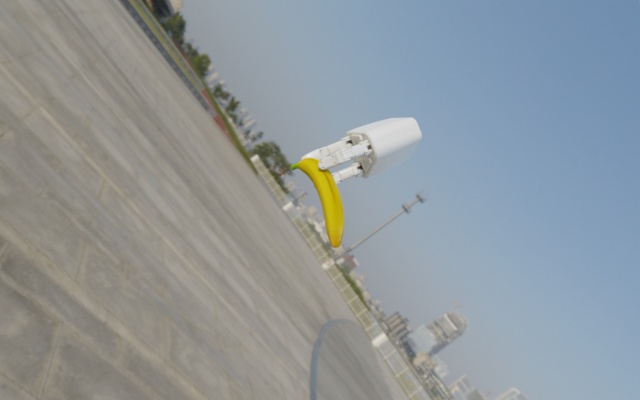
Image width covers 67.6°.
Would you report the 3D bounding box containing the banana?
[{"bbox_3d":[0.006,-0.011,0.865,0.037,0.197,0.070,-5,-36,-32],"label":"banana"}]
